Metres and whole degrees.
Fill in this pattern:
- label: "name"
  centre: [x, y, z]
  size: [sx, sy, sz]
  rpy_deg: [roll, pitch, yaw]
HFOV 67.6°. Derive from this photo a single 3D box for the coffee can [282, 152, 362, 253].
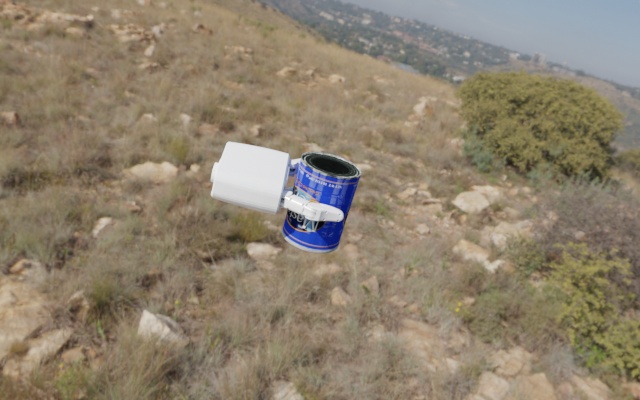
- label: "coffee can"
  centre: [0.000, 0.003, 0.799]
  size: [0.103, 0.140, 0.102]
  rpy_deg: [14, 23, -6]
